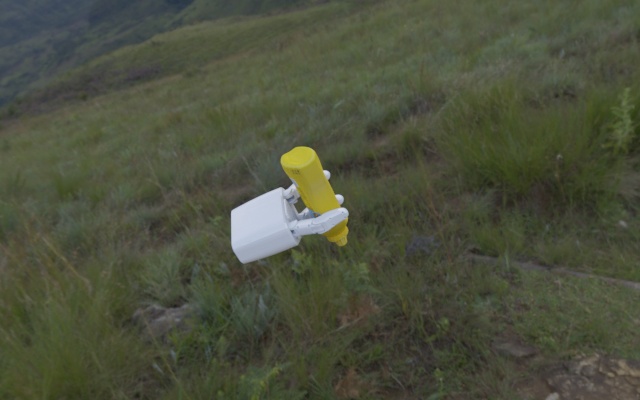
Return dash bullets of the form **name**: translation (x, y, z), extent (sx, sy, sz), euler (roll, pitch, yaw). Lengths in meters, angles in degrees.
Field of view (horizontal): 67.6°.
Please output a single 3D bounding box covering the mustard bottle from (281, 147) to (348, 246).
- **mustard bottle**: translation (0.000, 0.002, 0.829), extent (0.058, 0.192, 0.096), euler (-33, 26, -12)
